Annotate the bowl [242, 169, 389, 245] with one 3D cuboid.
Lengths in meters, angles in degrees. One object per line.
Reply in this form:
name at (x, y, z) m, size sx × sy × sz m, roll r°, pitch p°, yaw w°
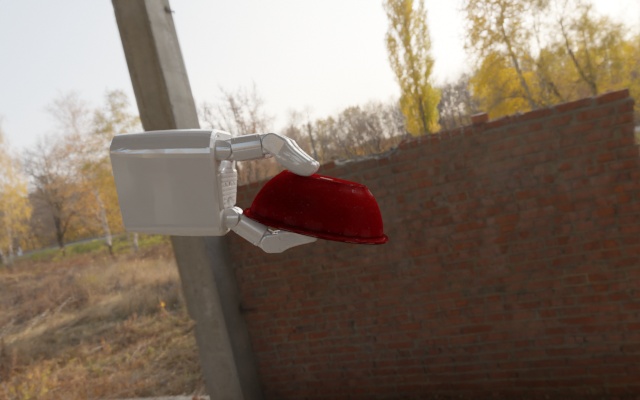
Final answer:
bowl at (0.001, 0.001, 0.519) m, size 0.162 × 0.055 × 0.162 m, roll 12°, pitch 5°, yaw -1°
